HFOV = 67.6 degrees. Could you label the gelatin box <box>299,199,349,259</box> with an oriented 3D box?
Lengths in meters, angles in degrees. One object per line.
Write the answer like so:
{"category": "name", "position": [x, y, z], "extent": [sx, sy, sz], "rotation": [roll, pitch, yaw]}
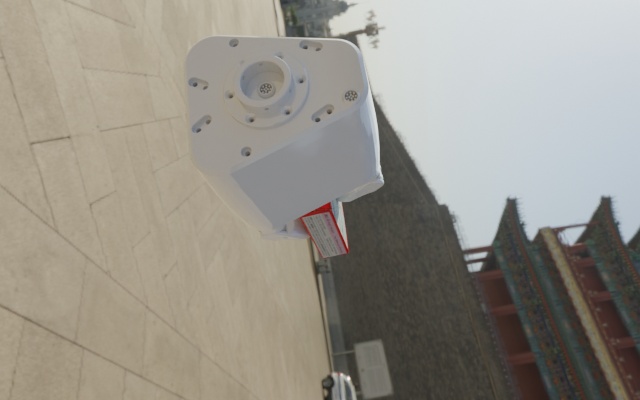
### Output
{"category": "gelatin box", "position": [0.001, 0.001, 0.437], "extent": [0.030, 0.073, 0.089], "rotation": [-13, -33, 8]}
